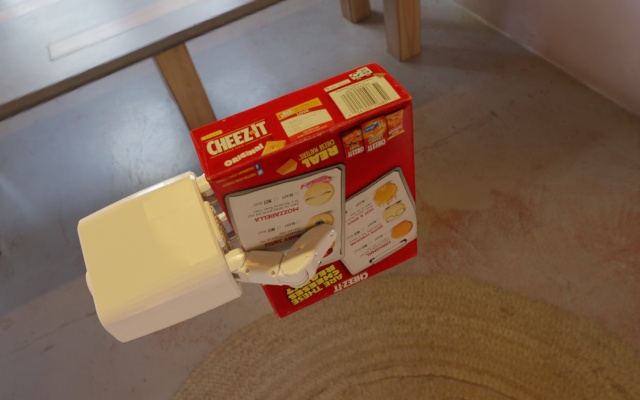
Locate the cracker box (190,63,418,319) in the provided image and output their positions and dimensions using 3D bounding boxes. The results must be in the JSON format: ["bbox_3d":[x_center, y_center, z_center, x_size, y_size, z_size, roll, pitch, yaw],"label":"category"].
[{"bbox_3d":[0.000,0.001,0.439,0.164,0.072,0.214,-23,-41,-7],"label":"cracker box"}]
